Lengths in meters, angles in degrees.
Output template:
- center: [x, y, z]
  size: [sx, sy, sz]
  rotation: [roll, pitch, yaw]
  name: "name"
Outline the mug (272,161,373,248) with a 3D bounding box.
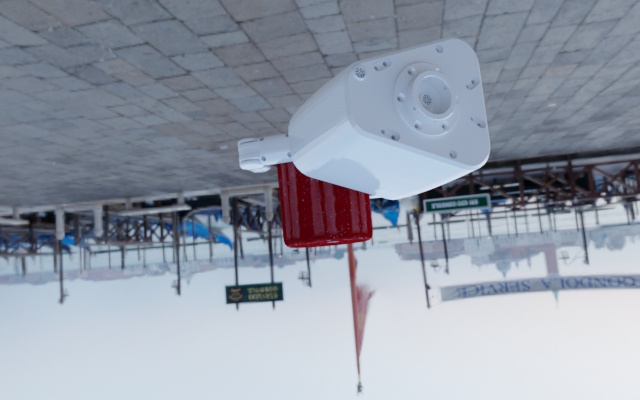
- center: [0.000, 0.002, 0.449]
  size: [0.093, 0.081, 0.117]
  rotation: [-2, -8, -20]
  name: "mug"
